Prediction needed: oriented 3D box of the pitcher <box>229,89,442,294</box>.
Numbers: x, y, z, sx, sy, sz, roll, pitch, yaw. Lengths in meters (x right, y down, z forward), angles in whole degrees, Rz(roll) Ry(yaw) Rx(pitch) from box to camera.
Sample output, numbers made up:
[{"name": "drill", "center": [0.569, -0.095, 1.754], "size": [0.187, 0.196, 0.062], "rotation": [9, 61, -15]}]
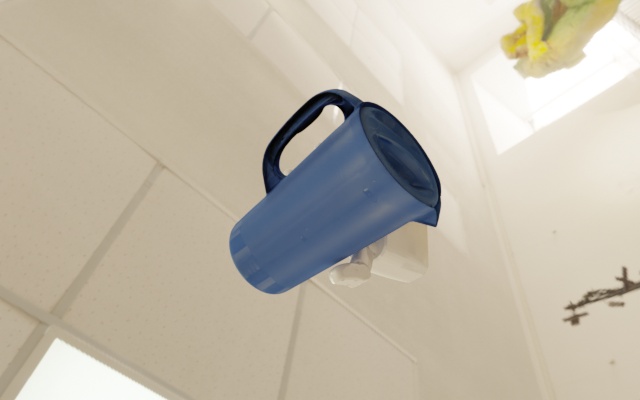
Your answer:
[{"name": "pitcher", "center": [0.000, 0.002, 0.549], "size": [0.243, 0.149, 0.145], "rotation": [-37, -42, 29]}]
